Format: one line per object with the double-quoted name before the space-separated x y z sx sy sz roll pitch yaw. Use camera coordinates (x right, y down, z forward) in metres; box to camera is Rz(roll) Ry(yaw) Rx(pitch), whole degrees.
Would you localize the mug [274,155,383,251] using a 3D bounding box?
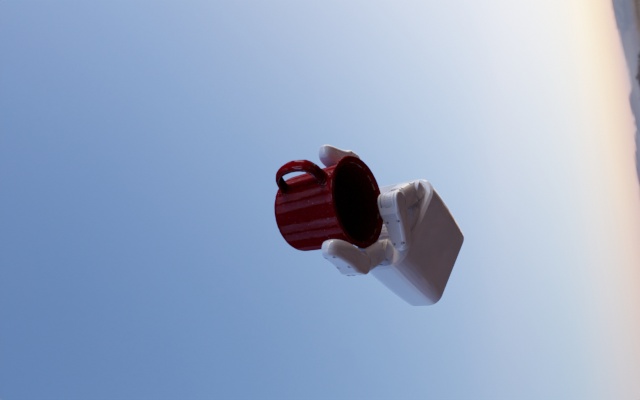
"mug" -0.001 0.001 0.485 0.081 0.093 0.117 -13 -41 36
